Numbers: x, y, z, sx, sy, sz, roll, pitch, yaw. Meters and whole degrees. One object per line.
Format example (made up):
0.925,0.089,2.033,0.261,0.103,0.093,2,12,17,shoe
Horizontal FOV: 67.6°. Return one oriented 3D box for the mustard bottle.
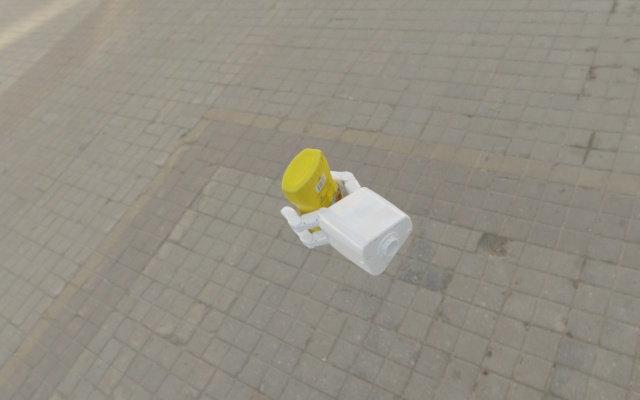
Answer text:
0.000,0.003,0.858,0.058,0.096,0.192,9,-32,31,mustard bottle
